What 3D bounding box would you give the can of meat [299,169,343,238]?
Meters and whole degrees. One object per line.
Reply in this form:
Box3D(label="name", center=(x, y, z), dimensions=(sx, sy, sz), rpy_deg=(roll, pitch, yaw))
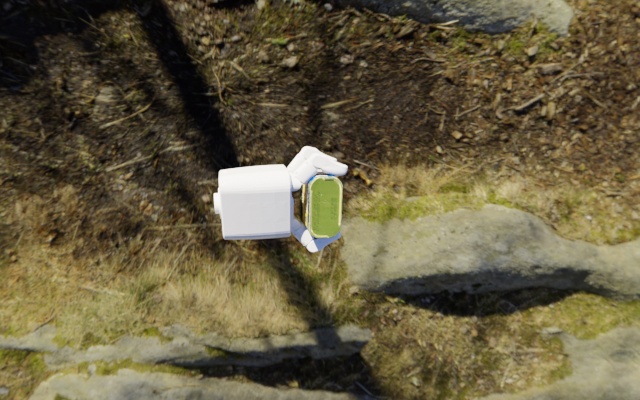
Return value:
Box3D(label="can of meat", center=(0.000, 0.003, 0.760), dimensions=(0.057, 0.102, 0.084), rpy_deg=(-2, 13, -11))
